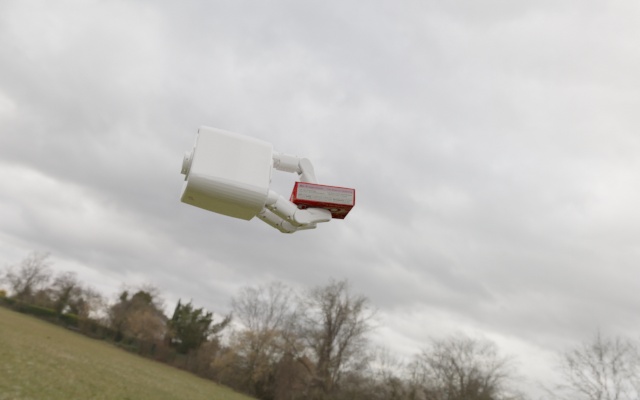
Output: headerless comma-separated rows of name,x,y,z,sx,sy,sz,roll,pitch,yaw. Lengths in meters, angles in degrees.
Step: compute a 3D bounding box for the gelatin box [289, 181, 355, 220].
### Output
gelatin box,0.000,0.002,0.698,0.089,0.030,0.073,6,-19,-8
